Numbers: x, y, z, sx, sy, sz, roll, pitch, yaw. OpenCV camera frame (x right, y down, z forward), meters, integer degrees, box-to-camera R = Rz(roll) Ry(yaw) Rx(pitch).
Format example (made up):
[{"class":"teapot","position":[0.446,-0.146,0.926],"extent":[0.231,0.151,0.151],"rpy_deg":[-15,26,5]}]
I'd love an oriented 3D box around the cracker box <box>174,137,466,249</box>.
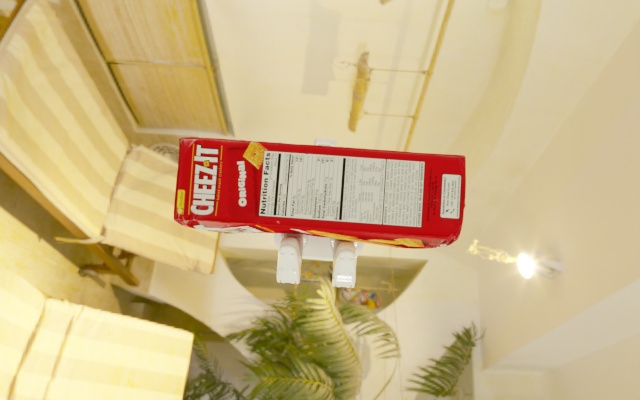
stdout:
[{"class":"cracker box","position":[0.000,0.001,0.425],"extent":[0.214,0.072,0.164],"rpy_deg":[4,-6,1]}]
